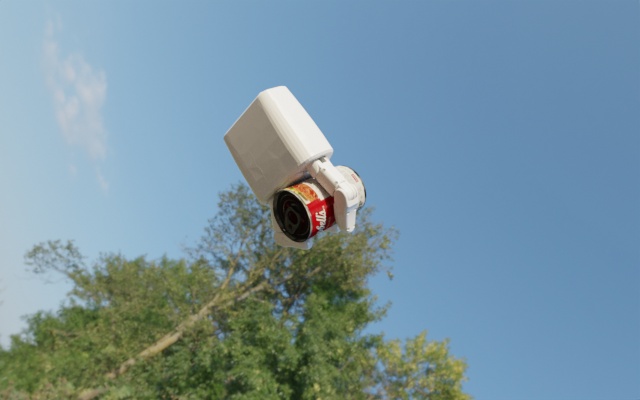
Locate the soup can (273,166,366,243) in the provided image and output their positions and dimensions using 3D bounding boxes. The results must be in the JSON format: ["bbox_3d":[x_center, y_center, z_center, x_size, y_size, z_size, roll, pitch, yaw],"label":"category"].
[{"bbox_3d":[0.001,0.002,0.599,0.102,0.068,0.068,-26,17,-39],"label":"soup can"}]
